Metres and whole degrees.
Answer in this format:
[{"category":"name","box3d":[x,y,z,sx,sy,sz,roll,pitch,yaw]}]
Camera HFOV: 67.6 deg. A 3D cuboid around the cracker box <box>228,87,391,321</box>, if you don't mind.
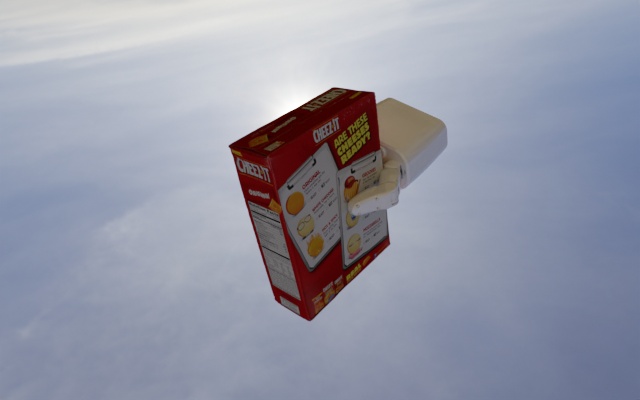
[{"category":"cracker box","box3d":[0.000,0.002,0.546,0.072,0.214,0.164,18,42,39]}]
